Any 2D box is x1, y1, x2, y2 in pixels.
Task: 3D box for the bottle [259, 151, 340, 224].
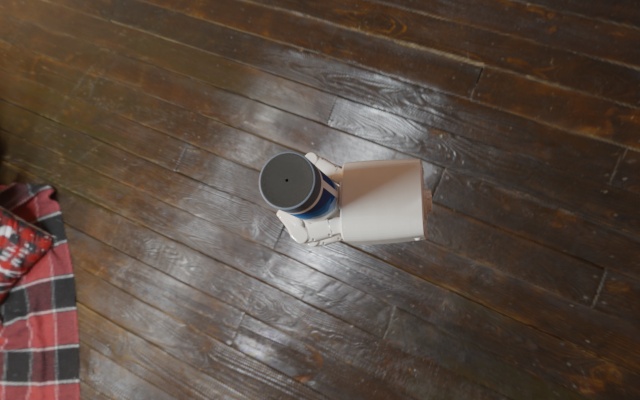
[{"bbox_3d":[0.000,0.002,0.665,0.069,0.069,0.296,0,-10,15],"label":"bottle"}]
